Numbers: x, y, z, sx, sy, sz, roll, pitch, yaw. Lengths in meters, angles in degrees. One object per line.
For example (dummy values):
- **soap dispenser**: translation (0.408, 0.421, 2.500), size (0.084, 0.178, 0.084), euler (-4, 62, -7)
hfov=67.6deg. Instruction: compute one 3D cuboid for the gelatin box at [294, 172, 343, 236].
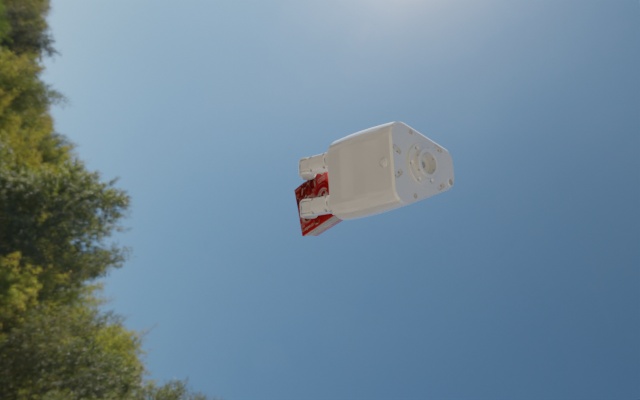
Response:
- **gelatin box**: translation (0.000, 0.002, 0.670), size (0.030, 0.073, 0.089), euler (2, -23, -33)
